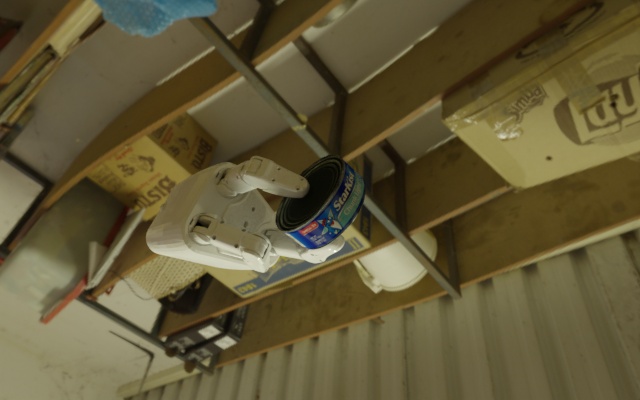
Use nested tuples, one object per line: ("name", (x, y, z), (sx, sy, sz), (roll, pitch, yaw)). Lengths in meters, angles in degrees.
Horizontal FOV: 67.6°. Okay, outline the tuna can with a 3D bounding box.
("tuna can", (0.001, 0.002, 0.435), (0.034, 0.086, 0.086), (40, -20, -25))
